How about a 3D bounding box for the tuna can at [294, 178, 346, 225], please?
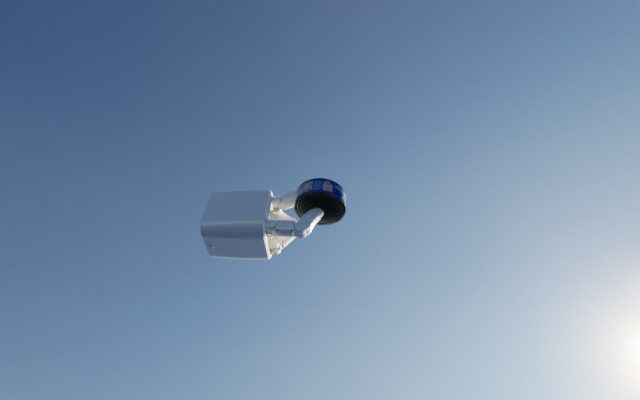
[{"bbox_3d":[0.000,0.002,0.798,0.086,0.033,0.086,3,-41,3],"label":"tuna can"}]
